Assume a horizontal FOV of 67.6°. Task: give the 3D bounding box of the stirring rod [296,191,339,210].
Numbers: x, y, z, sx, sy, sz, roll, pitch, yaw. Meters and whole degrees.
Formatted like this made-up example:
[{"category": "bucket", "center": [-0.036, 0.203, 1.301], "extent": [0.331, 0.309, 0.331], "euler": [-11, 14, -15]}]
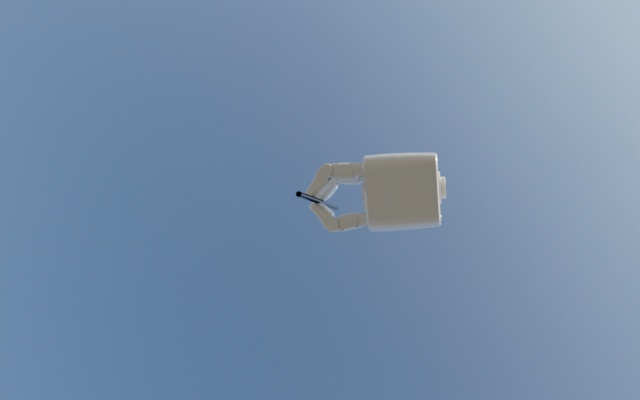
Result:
[{"category": "stirring rod", "center": [0.000, 0.003, 0.753], "extent": [0.011, 0.011, 0.239], "euler": [0, -5, 14]}]
